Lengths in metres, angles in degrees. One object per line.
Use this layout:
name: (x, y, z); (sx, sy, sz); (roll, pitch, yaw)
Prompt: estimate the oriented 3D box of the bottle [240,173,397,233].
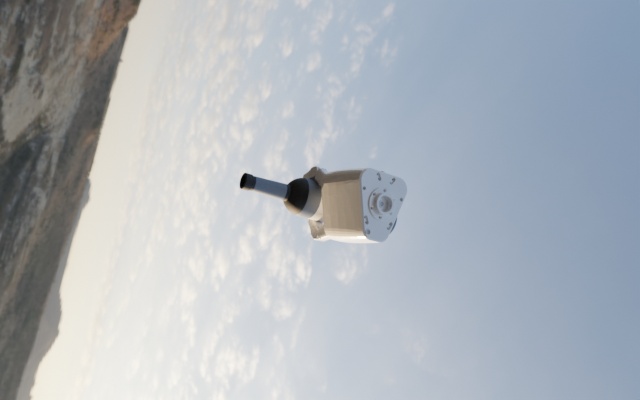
bottle: (0.000, 0.003, 0.832); (0.296, 0.069, 0.069); (15, -8, -29)
